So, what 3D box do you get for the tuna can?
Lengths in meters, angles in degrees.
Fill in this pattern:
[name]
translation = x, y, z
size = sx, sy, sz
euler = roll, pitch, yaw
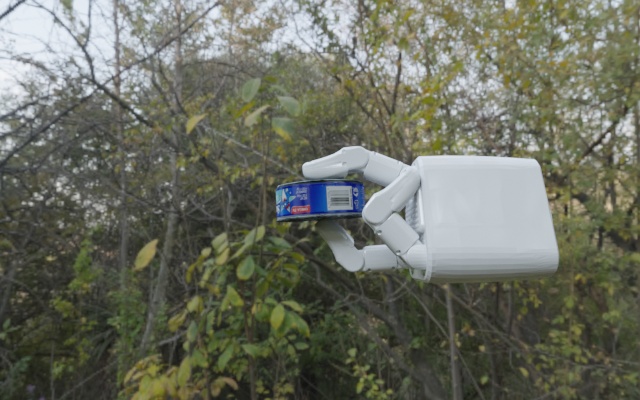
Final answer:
[tuna can]
translation = 0.000, 0.001, 0.456
size = 0.086, 0.033, 0.086
euler = -3, -4, 0
